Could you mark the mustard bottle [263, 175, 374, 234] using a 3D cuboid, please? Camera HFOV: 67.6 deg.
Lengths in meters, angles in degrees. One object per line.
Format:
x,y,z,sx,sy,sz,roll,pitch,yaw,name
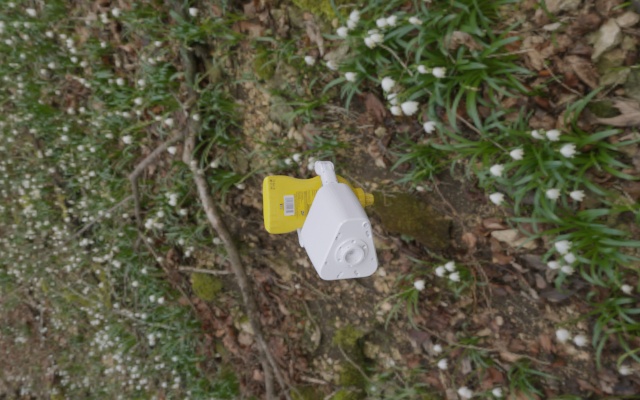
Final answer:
0.000,0.003,0.820,0.191,0.096,0.058,-3,5,-15,mustard bottle
